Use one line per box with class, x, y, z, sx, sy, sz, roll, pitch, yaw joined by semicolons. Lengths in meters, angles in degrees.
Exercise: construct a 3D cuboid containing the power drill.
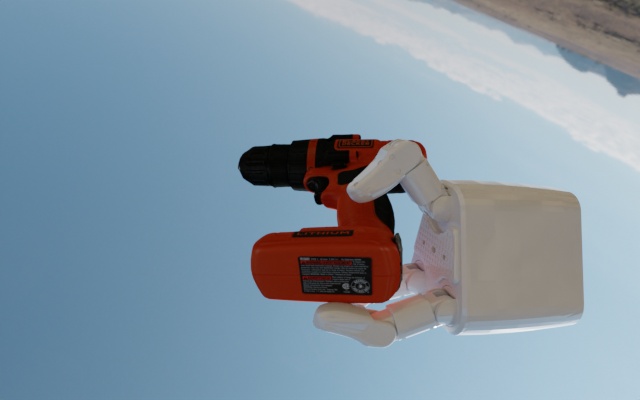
power drill;0.000;0.002;0.406;0.184;0.057;0.187;-1;34;11
